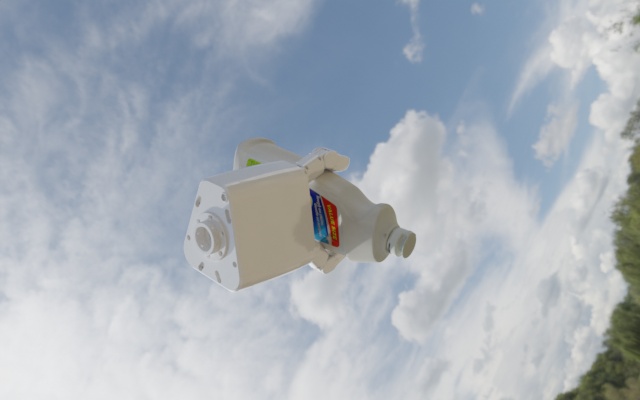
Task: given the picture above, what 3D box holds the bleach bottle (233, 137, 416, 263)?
[{"bbox_3d":[0.000,0.002,0.573,0.250,0.102,0.068,22,23,35],"label":"bleach bottle"}]
